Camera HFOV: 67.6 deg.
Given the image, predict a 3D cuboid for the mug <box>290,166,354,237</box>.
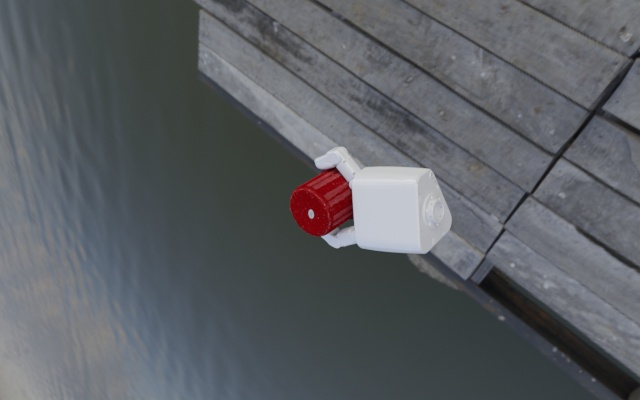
[{"bbox_3d":[-0.001,0.002,0.726,0.117,0.093,0.081,0,23,44],"label":"mug"}]
